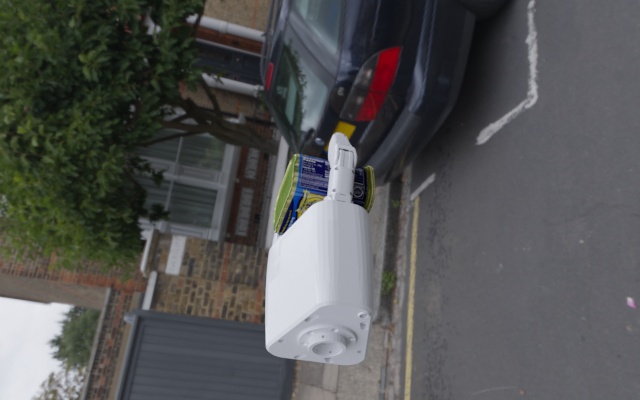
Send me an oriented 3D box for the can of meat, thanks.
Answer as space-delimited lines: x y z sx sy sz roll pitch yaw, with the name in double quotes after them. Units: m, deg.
0.000 0.001 0.508 0.084 0.057 0.102 11 -40 -13 "can of meat"
